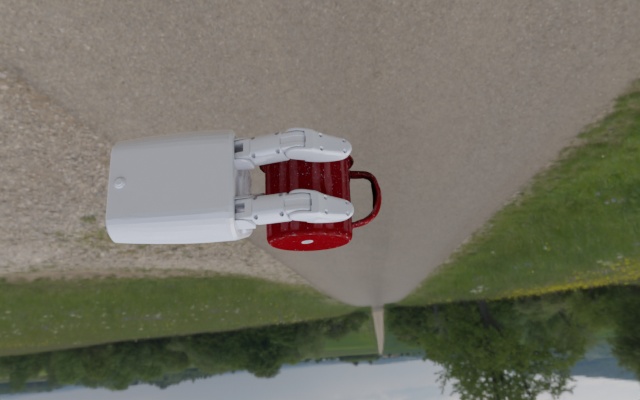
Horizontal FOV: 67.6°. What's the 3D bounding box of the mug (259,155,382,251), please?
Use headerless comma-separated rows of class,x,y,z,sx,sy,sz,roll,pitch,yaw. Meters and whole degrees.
mug,0.002,0.002,0.460,0.117,0.081,0.093,-4,-17,2
